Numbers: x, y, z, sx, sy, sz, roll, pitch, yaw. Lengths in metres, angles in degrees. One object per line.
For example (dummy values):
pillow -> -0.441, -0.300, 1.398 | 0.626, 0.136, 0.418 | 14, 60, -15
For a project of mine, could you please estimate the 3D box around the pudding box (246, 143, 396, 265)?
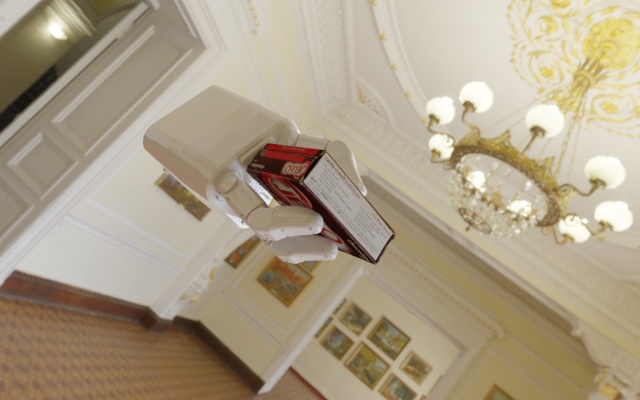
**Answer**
pudding box -> 0.000, 0.001, 0.414 | 0.113, 0.039, 0.090 | 45, -16, -33
